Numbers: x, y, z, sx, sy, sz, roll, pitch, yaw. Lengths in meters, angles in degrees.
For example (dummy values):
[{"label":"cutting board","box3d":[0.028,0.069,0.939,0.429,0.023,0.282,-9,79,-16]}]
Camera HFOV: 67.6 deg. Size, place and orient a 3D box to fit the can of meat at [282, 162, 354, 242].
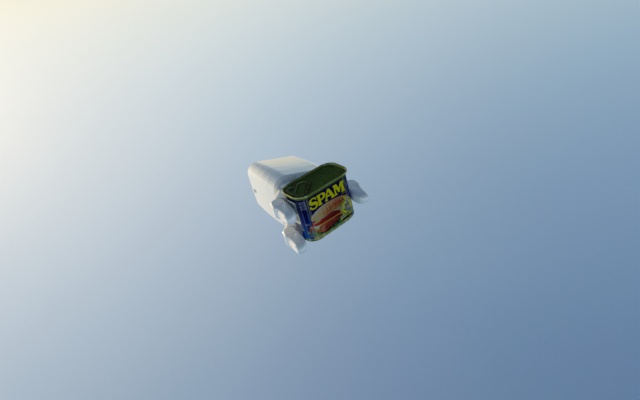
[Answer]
[{"label":"can of meat","box3d":[0.000,0.003,0.739,0.102,0.084,0.057,-32,35,-26]}]
